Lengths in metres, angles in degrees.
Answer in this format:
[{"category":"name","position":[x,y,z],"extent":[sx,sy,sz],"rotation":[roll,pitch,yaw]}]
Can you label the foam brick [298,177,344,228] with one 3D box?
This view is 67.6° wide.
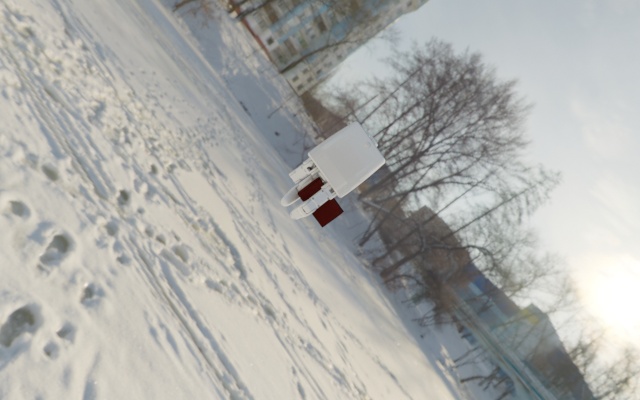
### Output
[{"category":"foam brick","position":[0.000,0.003,0.885],"extent":[0.051,0.078,0.053],"rotation":[-36,7,0]}]
